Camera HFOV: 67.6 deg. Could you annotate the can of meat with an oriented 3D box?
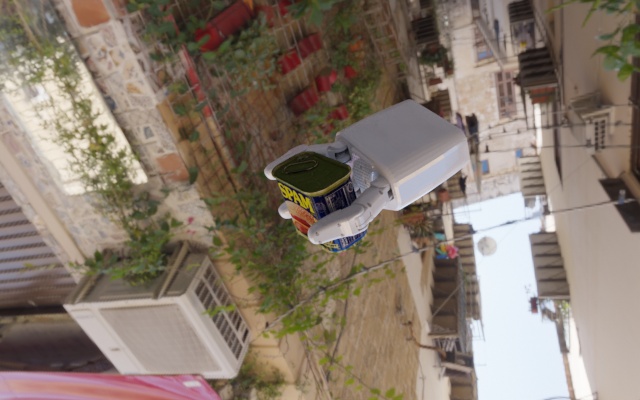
[{"bbox_3d":[0.000,0.002,0.524,0.057,0.084,0.102,-32,32,-21],"label":"can of meat"}]
